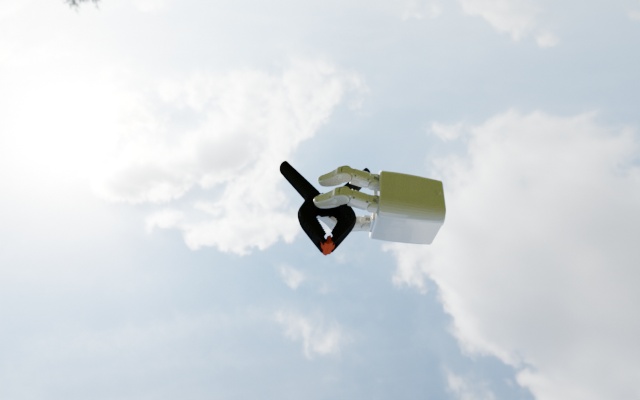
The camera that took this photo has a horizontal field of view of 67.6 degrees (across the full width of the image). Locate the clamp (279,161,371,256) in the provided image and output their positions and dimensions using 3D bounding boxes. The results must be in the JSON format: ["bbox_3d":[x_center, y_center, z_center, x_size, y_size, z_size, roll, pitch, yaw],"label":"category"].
[{"bbox_3d":[0.000,0.004,0.793,0.164,0.036,0.209,8,41,1],"label":"clamp"}]
